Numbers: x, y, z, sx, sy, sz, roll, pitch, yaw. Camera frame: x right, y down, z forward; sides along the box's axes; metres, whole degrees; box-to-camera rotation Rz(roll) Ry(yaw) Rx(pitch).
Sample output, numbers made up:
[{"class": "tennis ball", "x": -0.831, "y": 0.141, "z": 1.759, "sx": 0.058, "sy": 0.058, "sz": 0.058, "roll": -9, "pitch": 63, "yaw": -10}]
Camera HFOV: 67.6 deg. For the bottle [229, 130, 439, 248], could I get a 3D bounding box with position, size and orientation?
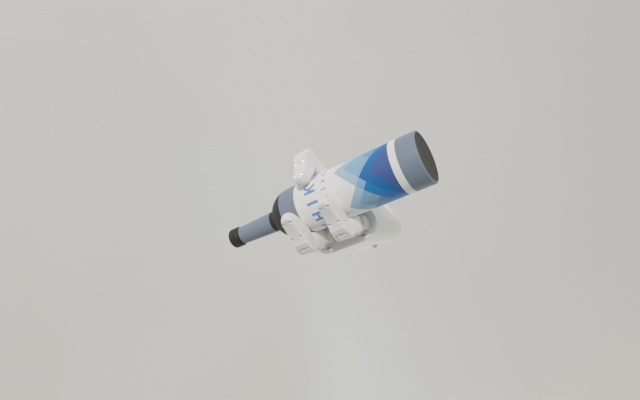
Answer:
[{"class": "bottle", "x": 0.000, "y": 0.002, "z": 0.611, "sx": 0.296, "sy": 0.069, "sz": 0.069, "roll": -23, "pitch": -11, "yaw": 26}]
